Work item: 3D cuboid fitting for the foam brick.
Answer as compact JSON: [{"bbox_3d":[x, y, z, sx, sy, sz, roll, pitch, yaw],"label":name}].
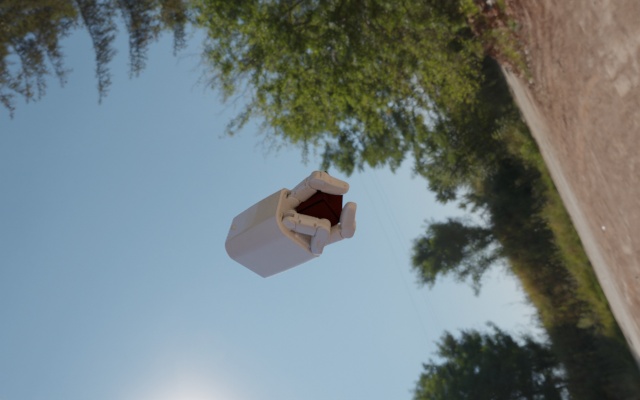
[{"bbox_3d":[0.000,0.002,0.742,0.051,0.053,0.078,-27,30,23],"label":"foam brick"}]
